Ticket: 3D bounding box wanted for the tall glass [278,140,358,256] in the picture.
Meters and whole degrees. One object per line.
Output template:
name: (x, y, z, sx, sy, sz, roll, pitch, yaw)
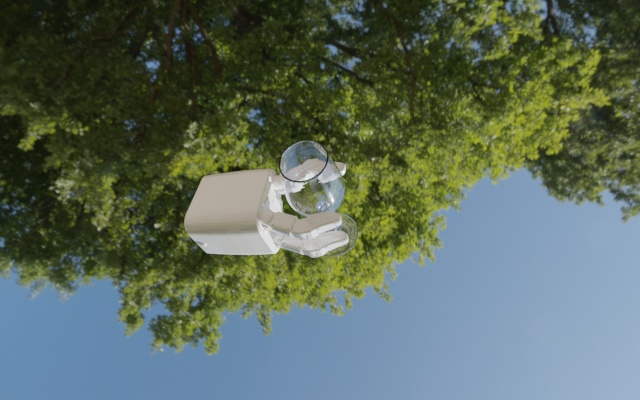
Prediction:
tall glass: (0.000, 0.002, 0.651, 0.079, 0.079, 0.201, 0, -30, 14)
